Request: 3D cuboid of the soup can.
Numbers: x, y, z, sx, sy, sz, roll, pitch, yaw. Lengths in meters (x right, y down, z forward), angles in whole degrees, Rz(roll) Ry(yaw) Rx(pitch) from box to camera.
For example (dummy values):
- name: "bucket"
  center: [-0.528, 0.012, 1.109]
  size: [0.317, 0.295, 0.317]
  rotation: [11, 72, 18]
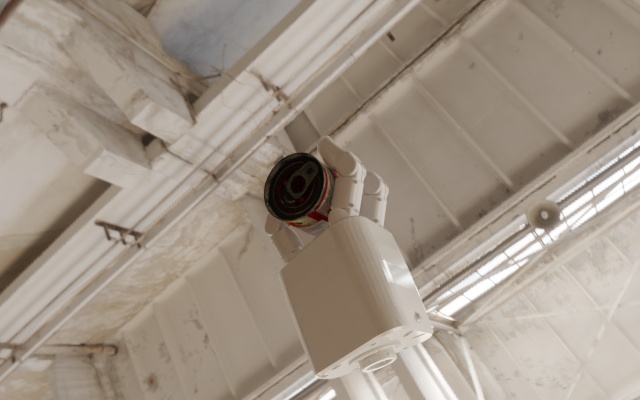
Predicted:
- name: "soup can"
  center: [0.000, 0.001, 0.484]
  size: [0.068, 0.068, 0.102]
  rotation: [0, -17, 32]
